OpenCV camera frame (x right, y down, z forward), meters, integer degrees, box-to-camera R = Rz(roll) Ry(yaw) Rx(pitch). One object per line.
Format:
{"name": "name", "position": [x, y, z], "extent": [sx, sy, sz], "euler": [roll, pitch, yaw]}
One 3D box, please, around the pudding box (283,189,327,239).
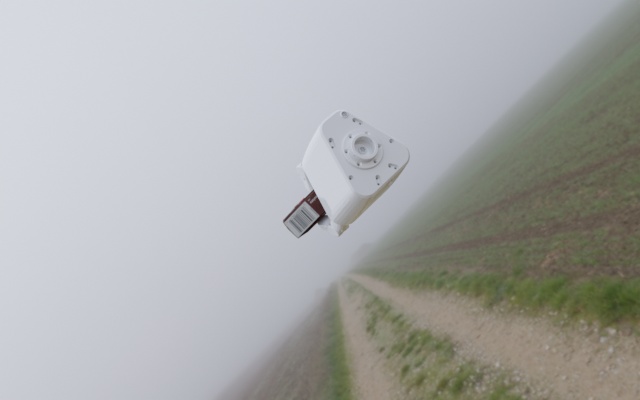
{"name": "pudding box", "position": [0.000, 0.002, 0.721], "extent": [0.113, 0.039, 0.090], "euler": [-44, -4, 7]}
